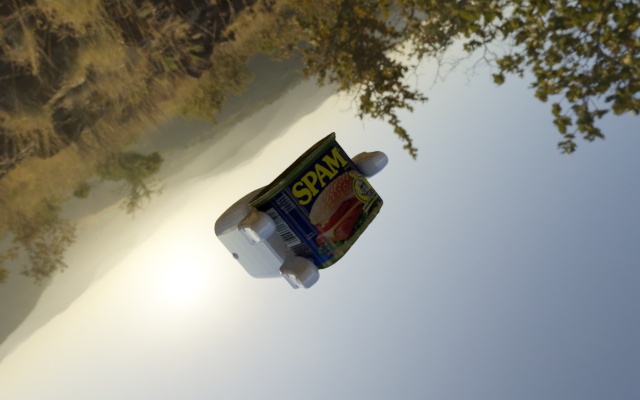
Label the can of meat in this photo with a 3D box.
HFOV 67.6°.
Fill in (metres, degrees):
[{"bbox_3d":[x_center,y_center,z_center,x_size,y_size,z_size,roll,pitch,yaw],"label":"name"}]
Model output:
[{"bbox_3d":[0.000,0.002,0.435,0.102,0.084,0.057,-46,12,-35],"label":"can of meat"}]
